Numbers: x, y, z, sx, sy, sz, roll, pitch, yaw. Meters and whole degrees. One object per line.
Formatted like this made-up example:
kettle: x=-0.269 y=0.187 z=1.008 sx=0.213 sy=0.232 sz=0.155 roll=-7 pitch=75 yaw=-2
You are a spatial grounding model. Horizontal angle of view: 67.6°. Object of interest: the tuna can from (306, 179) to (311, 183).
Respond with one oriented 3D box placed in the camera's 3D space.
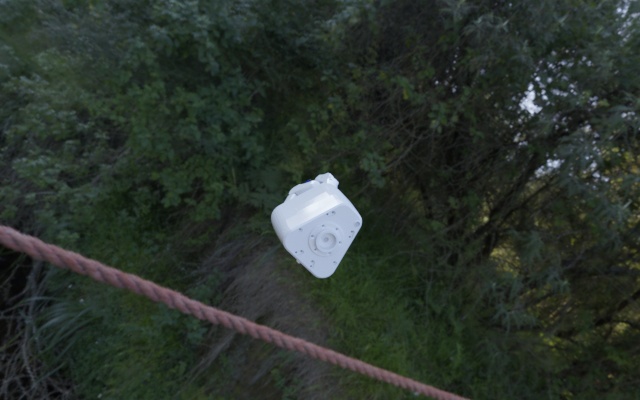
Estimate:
tuna can: x=0.000 y=0.002 z=0.830 sx=0.086 sy=0.034 sz=0.086 roll=42 pitch=0 yaw=0
